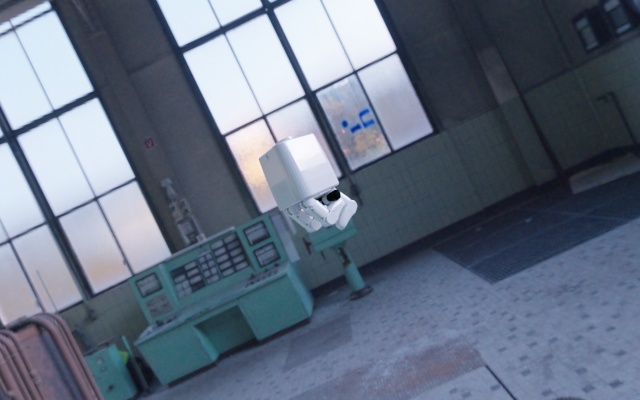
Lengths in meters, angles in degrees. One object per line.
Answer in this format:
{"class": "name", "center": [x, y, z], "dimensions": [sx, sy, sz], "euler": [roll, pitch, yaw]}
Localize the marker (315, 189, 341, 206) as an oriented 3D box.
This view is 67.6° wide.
{"class": "marker", "center": [0.000, 0.003, 0.884], "dimensions": [0.020, 0.020, 0.121], "euler": [0, -14, -32]}
